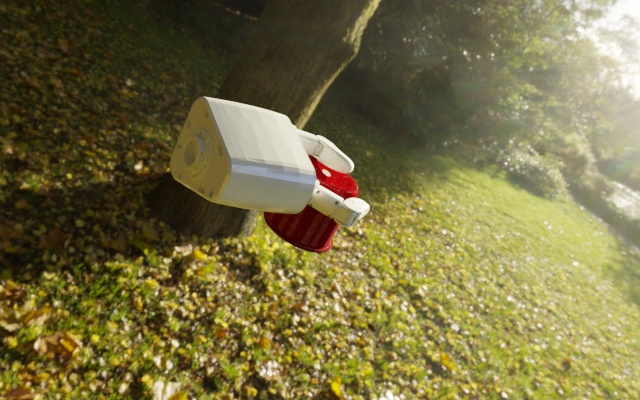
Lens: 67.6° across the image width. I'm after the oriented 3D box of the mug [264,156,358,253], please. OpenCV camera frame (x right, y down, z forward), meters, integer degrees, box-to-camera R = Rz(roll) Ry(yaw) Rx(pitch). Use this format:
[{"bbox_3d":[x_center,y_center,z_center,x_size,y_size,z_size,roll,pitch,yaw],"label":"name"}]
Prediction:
[{"bbox_3d":[0.001,0.002,0.571,0.117,0.081,0.093,6,32,-46],"label":"mug"}]
